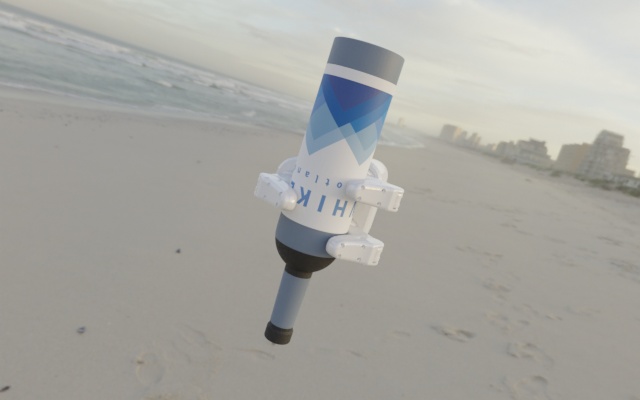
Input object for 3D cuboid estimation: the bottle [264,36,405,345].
[{"bbox_3d":[0.000,0.001,0.456,0.069,0.296,0.069,17,11,-3],"label":"bottle"}]
